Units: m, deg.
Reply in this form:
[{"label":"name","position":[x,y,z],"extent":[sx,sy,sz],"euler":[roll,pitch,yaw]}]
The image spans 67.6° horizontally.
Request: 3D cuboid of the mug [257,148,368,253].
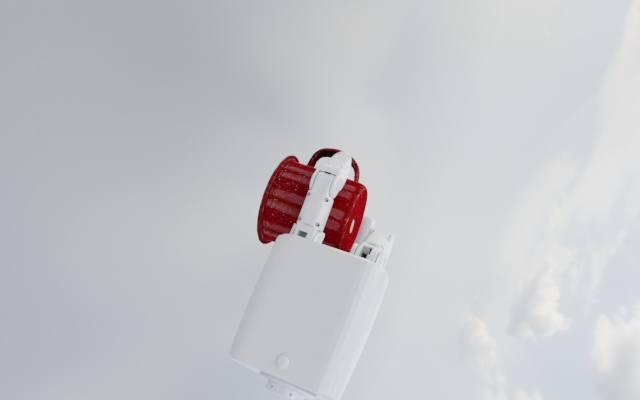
[{"label":"mug","position":[0.001,0.000,0.471],"extent":[0.081,0.117,0.093],"euler":[19,-22,14]}]
